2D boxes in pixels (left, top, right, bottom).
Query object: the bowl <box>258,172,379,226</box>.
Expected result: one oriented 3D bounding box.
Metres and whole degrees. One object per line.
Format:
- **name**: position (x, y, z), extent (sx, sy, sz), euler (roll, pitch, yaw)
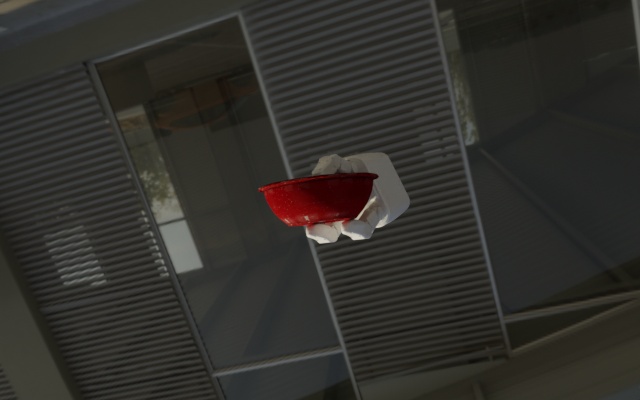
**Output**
- **bowl**: position (-0.001, 0.003, 0.636), extent (0.162, 0.055, 0.162), euler (-6, -4, 0)
